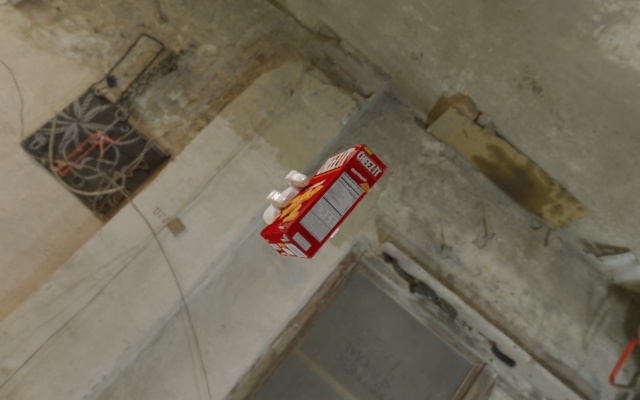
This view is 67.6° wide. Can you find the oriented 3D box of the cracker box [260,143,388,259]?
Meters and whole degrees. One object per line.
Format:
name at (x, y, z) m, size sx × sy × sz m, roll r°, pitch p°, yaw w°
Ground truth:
cracker box at (0.000, 0.003, 0.862) m, size 0.072 × 0.213 × 0.164 m, roll 45°, pitch -18°, yaw -12°
